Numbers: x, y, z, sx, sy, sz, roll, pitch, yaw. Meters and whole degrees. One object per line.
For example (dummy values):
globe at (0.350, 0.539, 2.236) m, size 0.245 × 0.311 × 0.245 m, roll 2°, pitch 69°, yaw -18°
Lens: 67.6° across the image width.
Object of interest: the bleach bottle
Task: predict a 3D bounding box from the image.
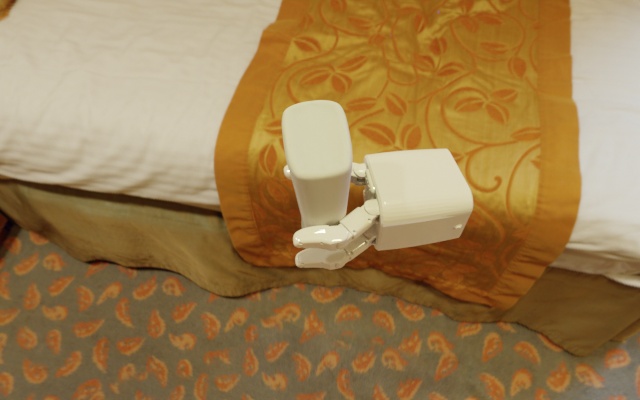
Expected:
bleach bottle at (0.000, 0.002, 0.579) m, size 0.068 × 0.102 × 0.251 m, roll -7°, pitch -31°, yaw -3°
